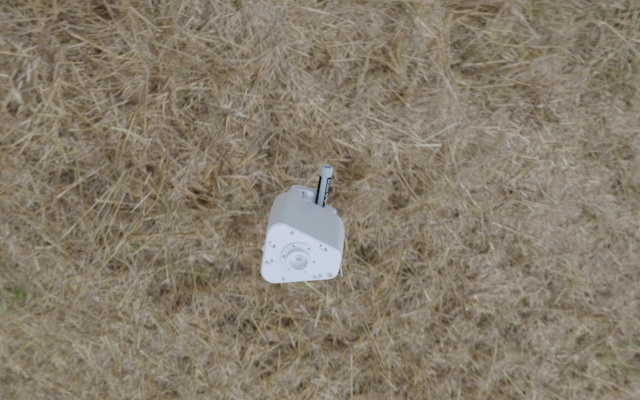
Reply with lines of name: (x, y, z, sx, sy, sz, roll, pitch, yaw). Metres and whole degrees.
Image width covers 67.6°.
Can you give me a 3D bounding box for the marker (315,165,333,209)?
marker: (0.000, 0.002, 0.758, 0.020, 0.121, 0.020, 9, 22, -4)
